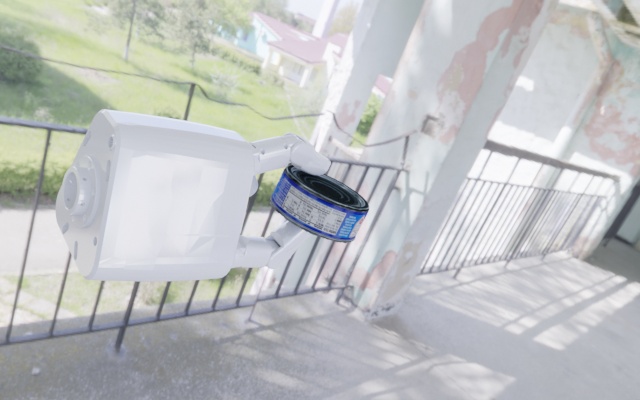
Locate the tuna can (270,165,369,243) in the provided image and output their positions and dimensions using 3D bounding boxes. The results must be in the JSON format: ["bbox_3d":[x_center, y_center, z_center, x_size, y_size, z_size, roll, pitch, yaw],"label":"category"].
[{"bbox_3d":[0.000,0.001,0.429,0.086,0.034,0.086,24,15,-7],"label":"tuna can"}]
